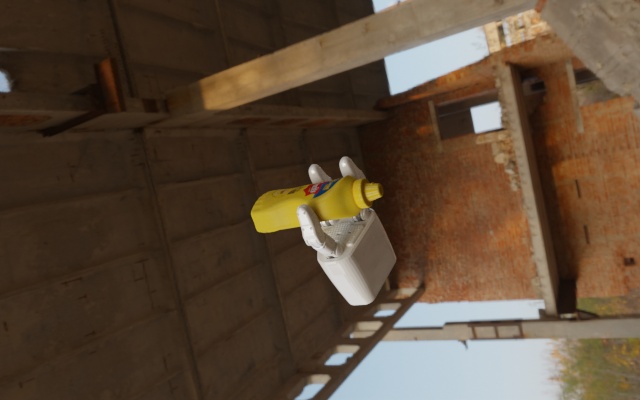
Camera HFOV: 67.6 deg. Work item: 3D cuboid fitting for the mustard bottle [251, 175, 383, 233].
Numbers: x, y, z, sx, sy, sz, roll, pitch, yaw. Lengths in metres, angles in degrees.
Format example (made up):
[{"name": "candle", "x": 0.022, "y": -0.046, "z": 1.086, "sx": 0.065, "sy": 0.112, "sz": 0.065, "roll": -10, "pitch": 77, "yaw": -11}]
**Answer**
[{"name": "mustard bottle", "x": 0.000, "y": 0.002, "z": 0.692, "sx": 0.191, "sy": 0.058, "sz": 0.096, "roll": -10, "pitch": 13, "yaw": 29}]
